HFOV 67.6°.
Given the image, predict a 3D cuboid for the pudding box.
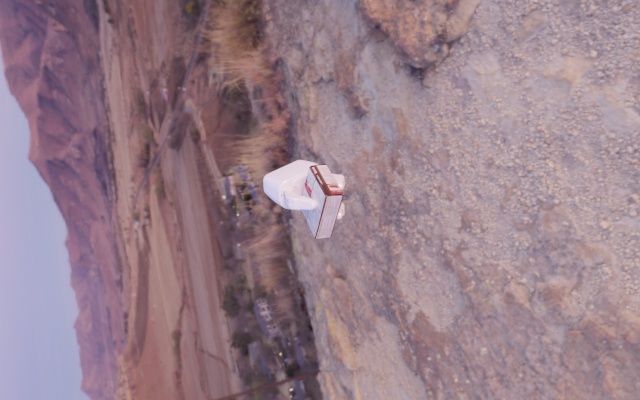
[{"bbox_3d":[0.000,0.003,0.887,0.039,0.114,0.090,-8,45,-23],"label":"pudding box"}]
